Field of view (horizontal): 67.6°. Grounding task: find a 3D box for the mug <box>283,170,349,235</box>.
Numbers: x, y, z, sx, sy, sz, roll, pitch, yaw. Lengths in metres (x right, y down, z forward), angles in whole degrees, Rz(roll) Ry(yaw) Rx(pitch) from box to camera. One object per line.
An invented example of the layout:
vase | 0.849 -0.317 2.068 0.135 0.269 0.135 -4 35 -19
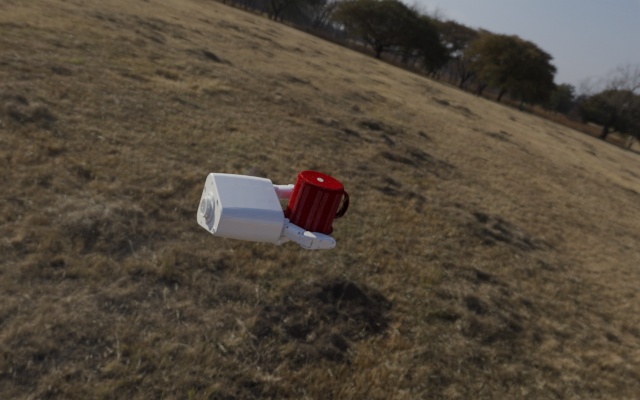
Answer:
mug | 0.001 0.003 0.807 0.117 0.081 0.093 7 23 -32
